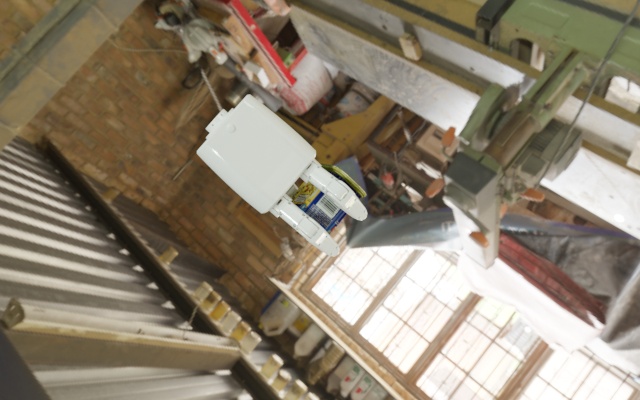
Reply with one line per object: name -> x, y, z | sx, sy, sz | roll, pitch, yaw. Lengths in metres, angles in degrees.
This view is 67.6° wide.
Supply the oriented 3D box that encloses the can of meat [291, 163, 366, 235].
can of meat -> 0.000, 0.002, 0.620 | 0.057, 0.084, 0.102 | 42, -6, -18
